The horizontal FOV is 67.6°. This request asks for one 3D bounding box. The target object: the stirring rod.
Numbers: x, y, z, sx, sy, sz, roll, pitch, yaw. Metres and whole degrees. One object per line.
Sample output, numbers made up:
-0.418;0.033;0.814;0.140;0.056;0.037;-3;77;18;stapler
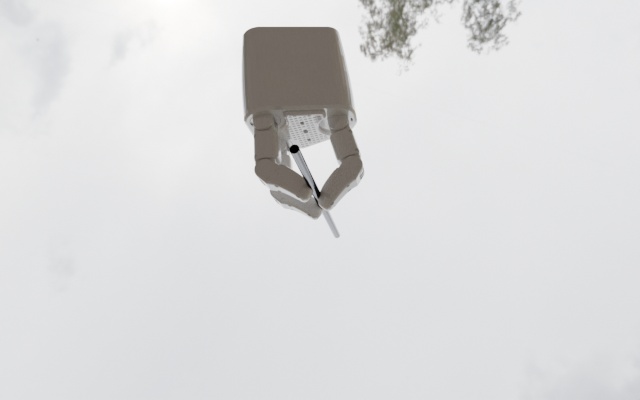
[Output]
0.000;0.001;0.479;0.011;0.011;0.240;0;-20;10;stirring rod
